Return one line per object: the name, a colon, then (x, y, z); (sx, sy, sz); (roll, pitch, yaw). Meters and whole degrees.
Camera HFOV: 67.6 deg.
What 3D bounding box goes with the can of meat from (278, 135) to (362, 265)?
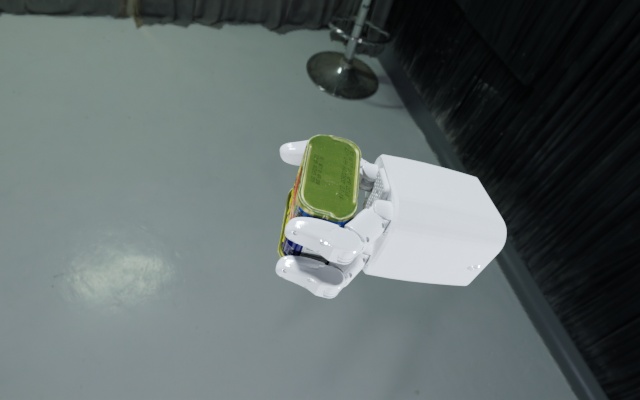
can of meat: (0.000, 0.001, 0.442); (0.057, 0.102, 0.084); (13, -41, -7)
